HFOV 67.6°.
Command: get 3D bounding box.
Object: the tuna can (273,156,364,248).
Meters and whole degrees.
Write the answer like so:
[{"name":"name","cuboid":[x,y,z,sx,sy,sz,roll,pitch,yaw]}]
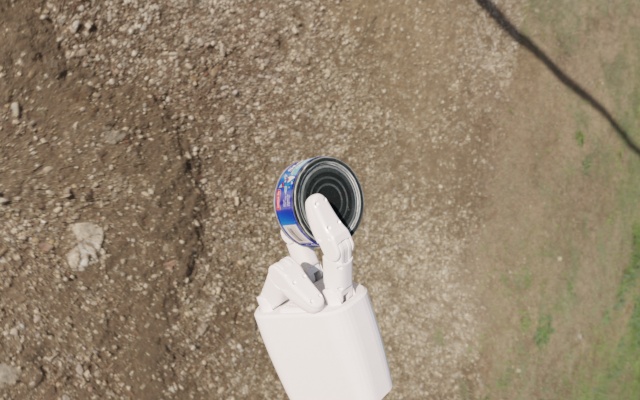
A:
[{"name":"tuna can","cuboid":[0.000,0.001,0.451,0.086,0.086,0.034,0,-5,-37]}]
